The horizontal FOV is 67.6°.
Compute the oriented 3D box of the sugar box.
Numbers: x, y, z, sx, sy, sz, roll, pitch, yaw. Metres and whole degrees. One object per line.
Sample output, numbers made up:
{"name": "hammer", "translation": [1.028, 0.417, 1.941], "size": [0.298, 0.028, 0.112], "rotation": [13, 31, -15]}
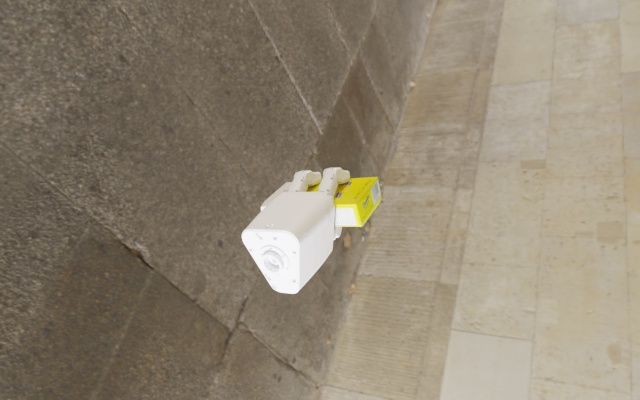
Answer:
{"name": "sugar box", "translation": [0.000, 0.002, 0.764], "size": [0.176, 0.048, 0.093], "rotation": [0, 28, 29]}
